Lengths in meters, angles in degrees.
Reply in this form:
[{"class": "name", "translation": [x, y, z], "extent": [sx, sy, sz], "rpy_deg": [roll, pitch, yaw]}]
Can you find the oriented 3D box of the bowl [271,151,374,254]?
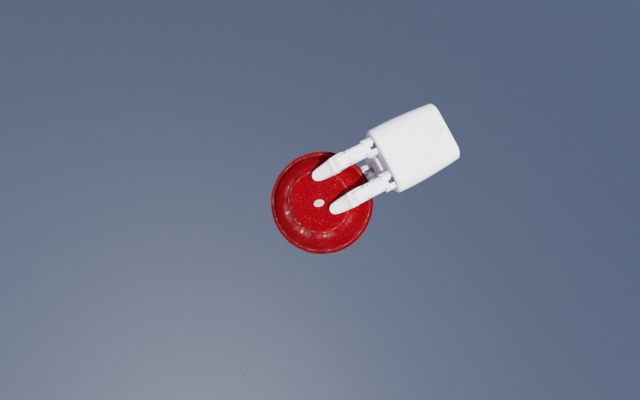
[{"class": "bowl", "translation": [-0.001, 0.003, 0.725], "extent": [0.162, 0.162, 0.055], "rpy_deg": [0, -2, 4]}]
